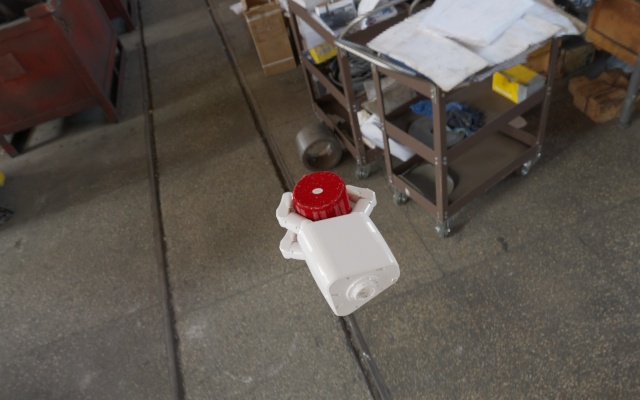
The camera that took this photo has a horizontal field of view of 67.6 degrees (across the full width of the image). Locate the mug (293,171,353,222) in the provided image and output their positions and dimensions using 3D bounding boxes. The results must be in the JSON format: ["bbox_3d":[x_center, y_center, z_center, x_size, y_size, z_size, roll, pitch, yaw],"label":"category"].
[{"bbox_3d":[0.000,0.001,0.744,0.093,0.082,0.117,-24,46,-7],"label":"mug"}]
